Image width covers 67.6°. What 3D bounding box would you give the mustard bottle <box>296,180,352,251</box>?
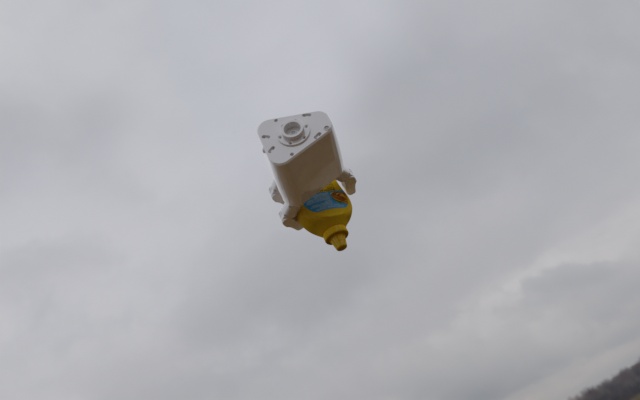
[{"bbox_3d":[0.000,0.003,0.804,0.096,0.191,0.058,-8,-37,-24],"label":"mustard bottle"}]
